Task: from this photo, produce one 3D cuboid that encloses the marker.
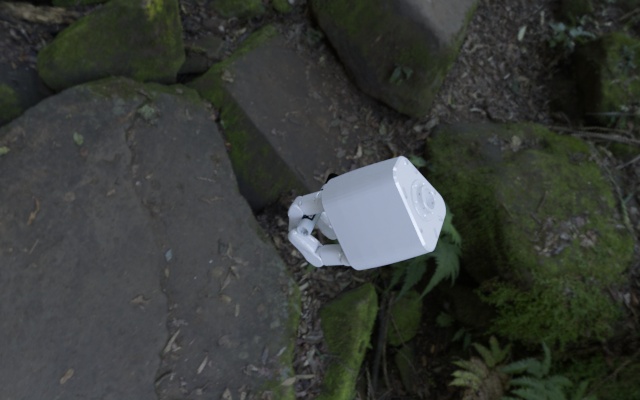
[{"bbox_3d":[0.000,0.002,0.645,0.020,0.020,0.121,0,38,28],"label":"marker"}]
